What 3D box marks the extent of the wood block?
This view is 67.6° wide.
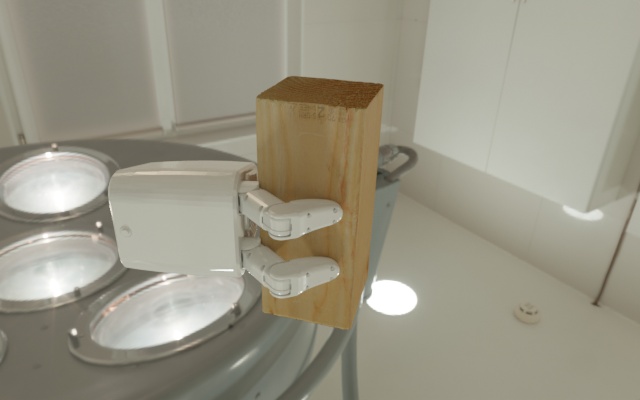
[{"bbox_3d":[0.000,0.001,0.436,0.090,0.206,0.090,8,27,12],"label":"wood block"}]
